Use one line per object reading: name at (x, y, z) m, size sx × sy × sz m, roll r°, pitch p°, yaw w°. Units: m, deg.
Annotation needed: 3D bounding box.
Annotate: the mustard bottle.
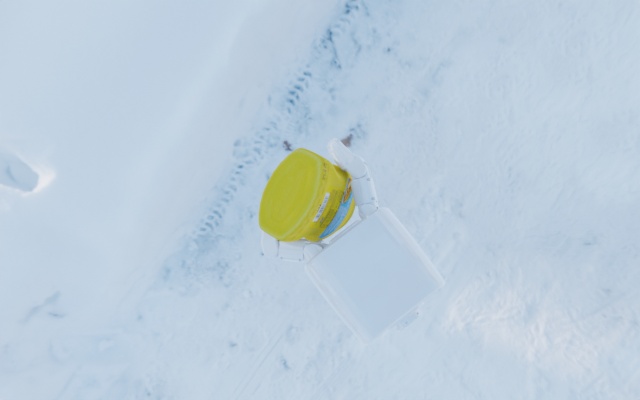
mustard bottle at (0.000, 0.002, 0.562) m, size 0.058 × 0.096 × 0.191 m, roll 26°, pitch 4°, yaw 20°
